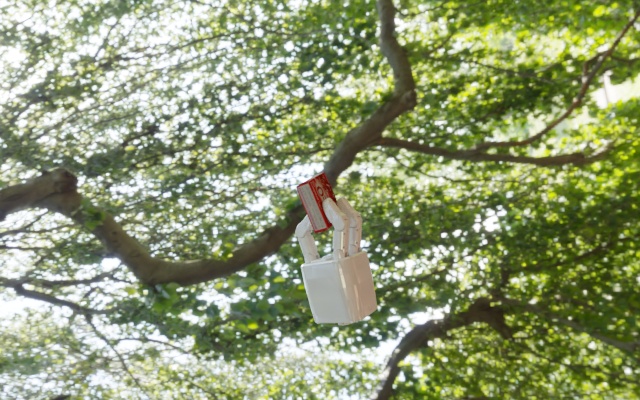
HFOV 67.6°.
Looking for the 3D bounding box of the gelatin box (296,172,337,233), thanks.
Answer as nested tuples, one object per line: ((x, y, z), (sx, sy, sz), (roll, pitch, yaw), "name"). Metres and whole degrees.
((0.000, 0.003, 0.823), (0.030, 0.089, 0.073), (-20, 7, 27), "gelatin box")
